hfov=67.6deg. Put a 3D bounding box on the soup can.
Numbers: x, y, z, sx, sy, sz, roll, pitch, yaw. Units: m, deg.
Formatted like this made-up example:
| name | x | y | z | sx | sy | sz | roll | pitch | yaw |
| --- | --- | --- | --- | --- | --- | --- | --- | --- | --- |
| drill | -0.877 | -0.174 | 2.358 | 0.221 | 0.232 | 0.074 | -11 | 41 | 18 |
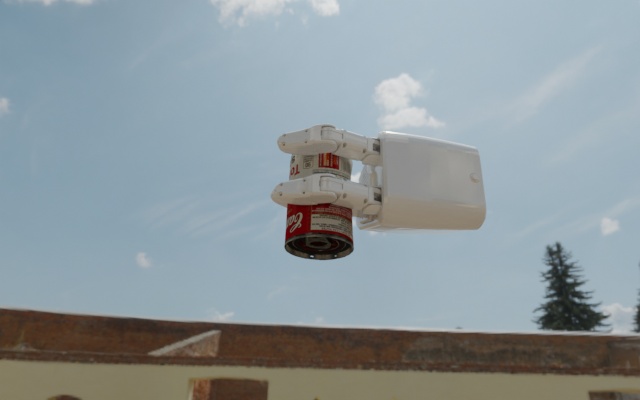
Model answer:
| name | x | y | z | sx | sy | sz | roll | pitch | yaw |
| --- | --- | --- | --- | --- | --- | --- | --- | --- | --- |
| soup can | 0.000 | 0.001 | 0.486 | 0.068 | 0.102 | 0.068 | 2 | -25 | 1 |
